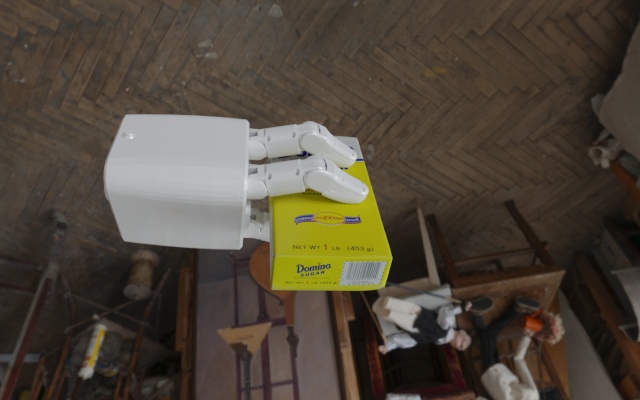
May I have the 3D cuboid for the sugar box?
[{"bbox_3d":[0.000,0.001,0.432,0.093,0.048,0.176,2,41,-10],"label":"sugar box"}]
